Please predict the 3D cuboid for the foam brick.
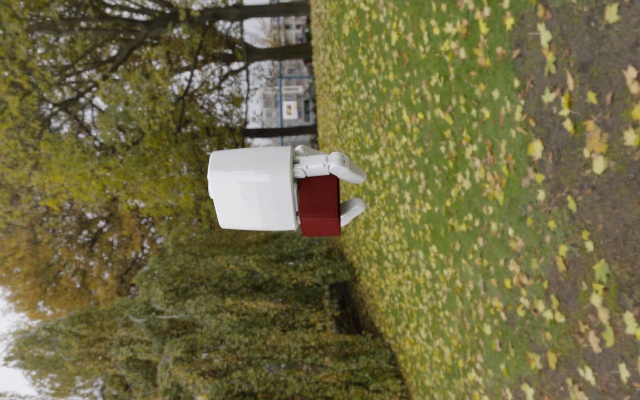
[{"bbox_3d":[0.000,0.002,0.617,0.051,0.078,0.053,-2,-33,2],"label":"foam brick"}]
